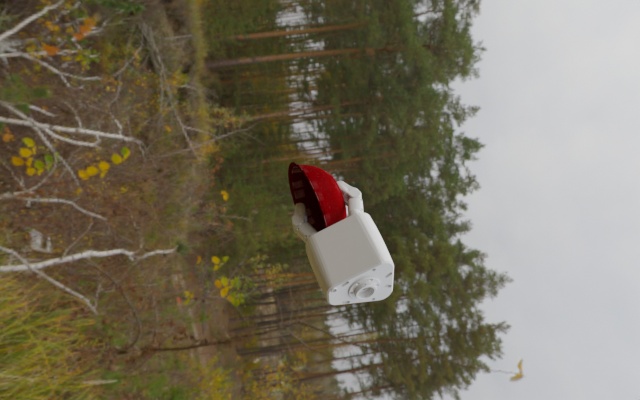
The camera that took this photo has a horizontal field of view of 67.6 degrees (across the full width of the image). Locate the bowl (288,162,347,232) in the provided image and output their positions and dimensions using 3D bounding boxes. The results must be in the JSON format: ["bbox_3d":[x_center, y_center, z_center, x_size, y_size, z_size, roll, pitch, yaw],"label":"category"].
[{"bbox_3d":[0.000,0.002,0.826,0.055,0.162,0.162,-21,6,-16],"label":"bowl"}]
